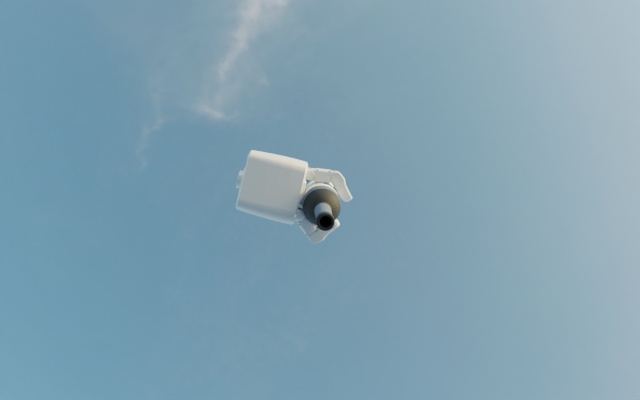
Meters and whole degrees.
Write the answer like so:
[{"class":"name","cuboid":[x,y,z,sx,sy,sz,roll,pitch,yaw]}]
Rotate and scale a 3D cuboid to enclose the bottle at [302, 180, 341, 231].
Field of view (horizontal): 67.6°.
[{"class":"bottle","cuboid":[0.000,0.003,0.850,0.069,0.069,0.295,0,12,-3]}]
